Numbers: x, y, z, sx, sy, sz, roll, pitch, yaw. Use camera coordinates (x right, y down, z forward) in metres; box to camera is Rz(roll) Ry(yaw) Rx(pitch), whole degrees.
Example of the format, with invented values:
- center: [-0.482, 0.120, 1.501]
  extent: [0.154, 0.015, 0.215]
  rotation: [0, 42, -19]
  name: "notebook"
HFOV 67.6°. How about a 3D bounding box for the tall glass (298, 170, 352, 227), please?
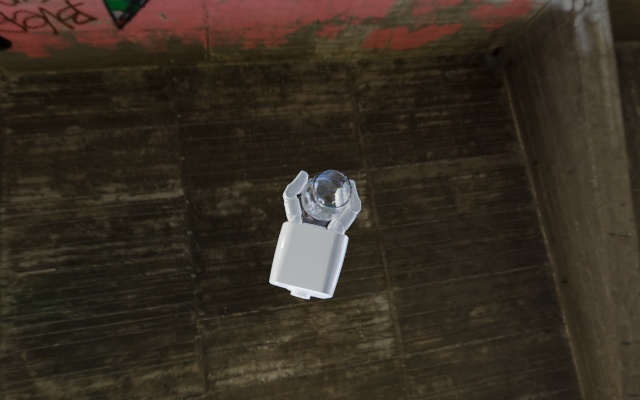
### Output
- center: [0.000, 0.003, 0.832]
  extent: [0.079, 0.079, 0.201]
  rotation: [0, -13, -11]
  name: "tall glass"
